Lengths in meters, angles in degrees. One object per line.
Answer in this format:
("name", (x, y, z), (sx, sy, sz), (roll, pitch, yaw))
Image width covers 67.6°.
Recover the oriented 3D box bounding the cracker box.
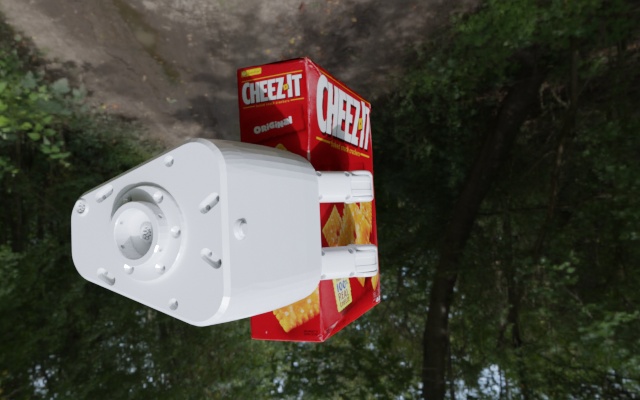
("cracker box", (0.000, 0.002, 0.433), (0.072, 0.213, 0.164), (-4, -3, 22))
